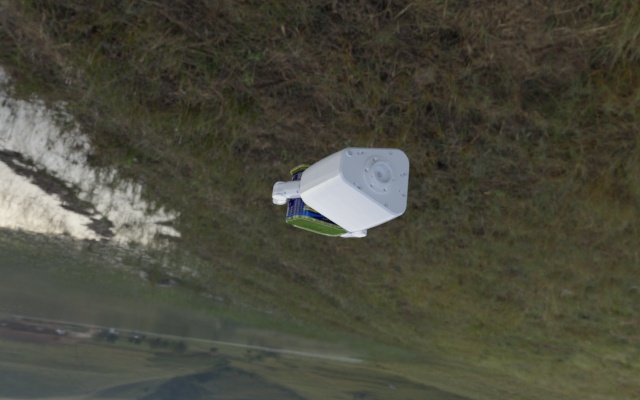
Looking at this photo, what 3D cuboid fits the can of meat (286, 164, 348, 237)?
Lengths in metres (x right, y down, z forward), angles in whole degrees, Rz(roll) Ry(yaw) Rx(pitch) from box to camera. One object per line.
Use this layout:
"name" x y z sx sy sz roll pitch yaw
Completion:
"can of meat" 0.000 0.003 0.730 0.102 0.084 0.057 18 -21 -29
